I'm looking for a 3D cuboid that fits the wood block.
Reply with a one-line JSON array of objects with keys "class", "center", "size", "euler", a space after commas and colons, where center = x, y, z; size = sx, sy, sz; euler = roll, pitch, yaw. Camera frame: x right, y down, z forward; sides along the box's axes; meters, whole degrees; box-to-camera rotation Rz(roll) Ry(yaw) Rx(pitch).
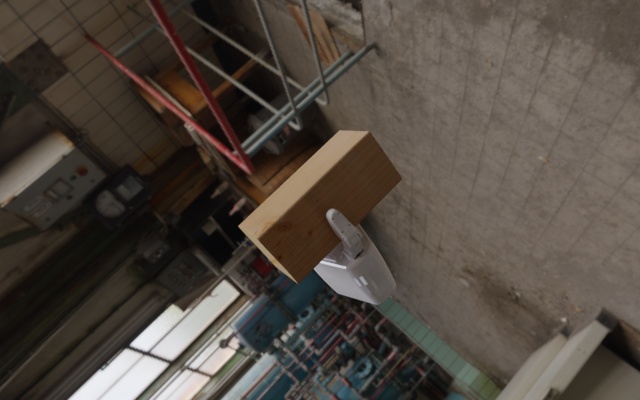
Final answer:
[{"class": "wood block", "center": [0.000, 0.003, 0.666], "size": [0.206, 0.090, 0.091], "euler": [-45, 24, -13]}]
